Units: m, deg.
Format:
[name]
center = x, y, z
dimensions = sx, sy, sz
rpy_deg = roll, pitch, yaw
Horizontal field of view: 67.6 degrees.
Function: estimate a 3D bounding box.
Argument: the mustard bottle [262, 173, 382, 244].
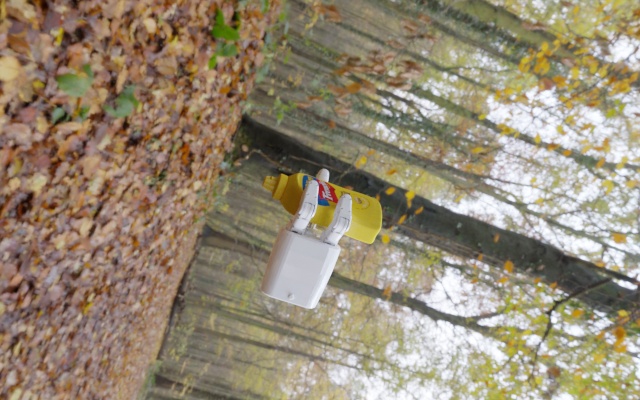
[mustard bottle]
center = 0.000, 0.002, 0.758
dimensions = 0.191, 0.058, 0.096
rpy_deg = 20, 32, -11
